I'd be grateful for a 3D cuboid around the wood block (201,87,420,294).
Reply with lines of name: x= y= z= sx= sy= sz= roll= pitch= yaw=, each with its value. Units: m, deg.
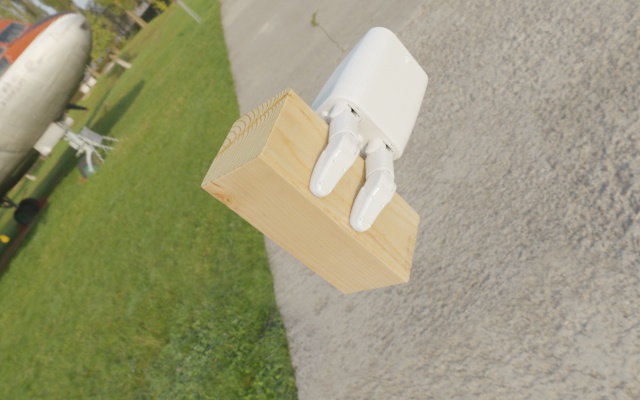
wood block: x=0.000 y=0.001 z=0.481 sx=0.091 sy=0.090 sz=0.206 roll=-20 pitch=-50 yaw=42
